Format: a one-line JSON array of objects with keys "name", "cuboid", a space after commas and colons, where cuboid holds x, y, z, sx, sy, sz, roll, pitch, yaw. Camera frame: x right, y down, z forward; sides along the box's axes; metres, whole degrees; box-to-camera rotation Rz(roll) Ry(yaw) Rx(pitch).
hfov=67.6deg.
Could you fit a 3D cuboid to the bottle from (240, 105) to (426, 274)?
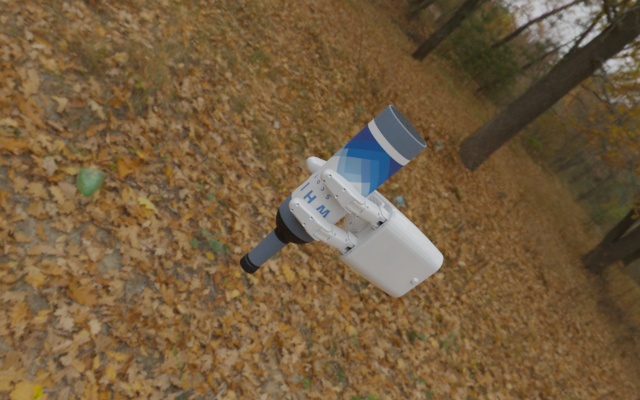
[{"name": "bottle", "cuboid": [0.000, 0.002, 0.615, 0.296, 0.069, 0.069, -41, -18, 22]}]
